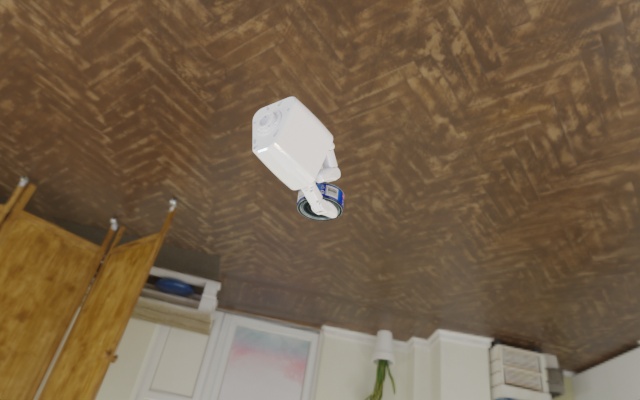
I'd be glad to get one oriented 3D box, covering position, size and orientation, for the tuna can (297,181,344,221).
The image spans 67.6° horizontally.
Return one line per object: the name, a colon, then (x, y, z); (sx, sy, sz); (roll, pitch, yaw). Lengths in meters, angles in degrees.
tuna can: (0.000, 0.003, 0.872); (0.086, 0.033, 0.086); (4, -32, 3)
